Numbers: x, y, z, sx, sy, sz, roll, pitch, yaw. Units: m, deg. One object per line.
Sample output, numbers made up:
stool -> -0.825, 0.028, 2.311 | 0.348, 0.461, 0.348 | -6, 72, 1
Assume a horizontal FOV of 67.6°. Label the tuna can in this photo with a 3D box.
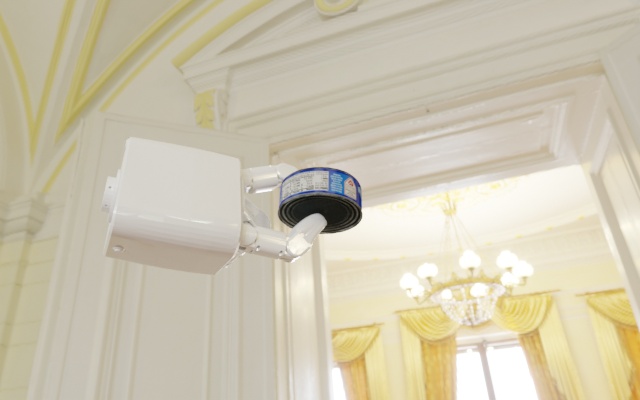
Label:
tuna can -> 0.000, 0.001, 0.488 | 0.086, 0.033, 0.086 | 1, -29, 1
